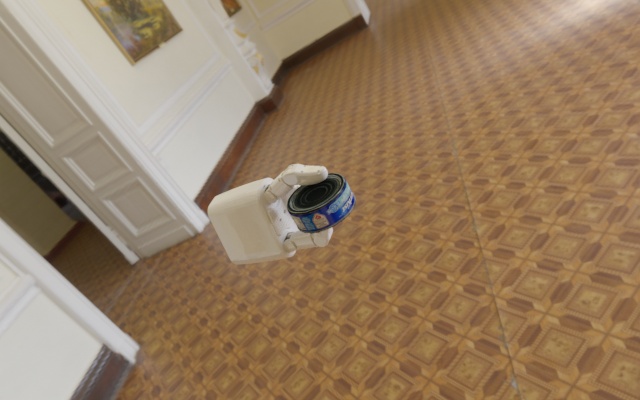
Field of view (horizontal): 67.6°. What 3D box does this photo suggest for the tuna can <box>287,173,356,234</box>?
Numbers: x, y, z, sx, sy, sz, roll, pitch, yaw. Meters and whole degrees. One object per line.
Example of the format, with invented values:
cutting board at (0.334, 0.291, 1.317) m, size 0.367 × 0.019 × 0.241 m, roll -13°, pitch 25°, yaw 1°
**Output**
tuna can at (0.000, 0.002, 0.616) m, size 0.086 × 0.034 × 0.086 m, roll -22°, pitch 29°, yaw 13°
